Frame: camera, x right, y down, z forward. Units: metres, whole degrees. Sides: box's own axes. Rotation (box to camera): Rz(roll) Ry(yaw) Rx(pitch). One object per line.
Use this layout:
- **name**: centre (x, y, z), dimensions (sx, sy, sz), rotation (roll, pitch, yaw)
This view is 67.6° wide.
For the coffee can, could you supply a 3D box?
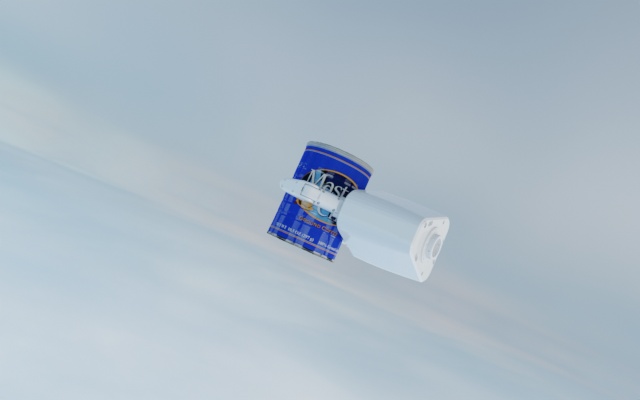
- **coffee can**: centre (0.000, 0.002, 0.669), dimensions (0.103, 0.140, 0.103), rotation (24, -5, 2)
